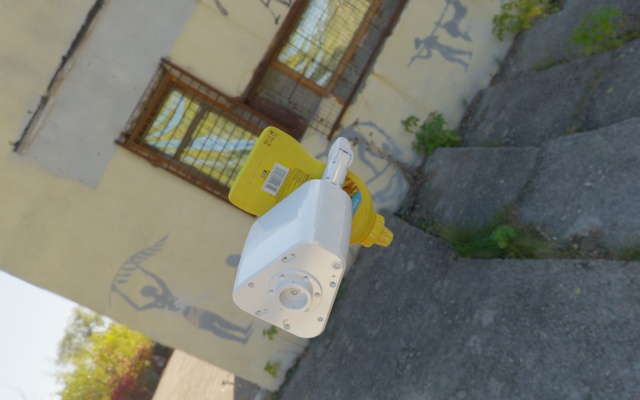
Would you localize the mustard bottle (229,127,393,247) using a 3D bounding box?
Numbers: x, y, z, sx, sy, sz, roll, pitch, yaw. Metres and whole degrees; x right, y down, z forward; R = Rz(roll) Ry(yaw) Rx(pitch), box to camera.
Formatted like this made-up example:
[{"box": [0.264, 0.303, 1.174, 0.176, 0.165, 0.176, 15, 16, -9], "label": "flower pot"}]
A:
[{"box": [0.000, 0.002, 0.546, 0.191, 0.096, 0.058, 29, 4, -12], "label": "mustard bottle"}]
